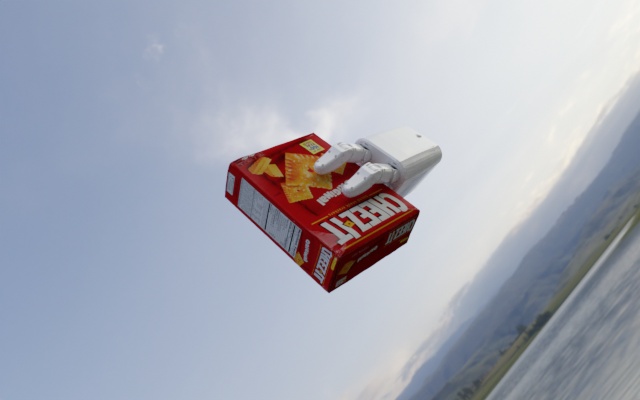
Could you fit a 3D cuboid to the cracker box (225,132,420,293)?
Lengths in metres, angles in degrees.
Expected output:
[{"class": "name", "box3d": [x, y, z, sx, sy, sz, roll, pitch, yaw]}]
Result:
[{"class": "cracker box", "box3d": [0.000, 0.002, 0.650, 0.164, 0.072, 0.213, -25, 52, -39]}]
